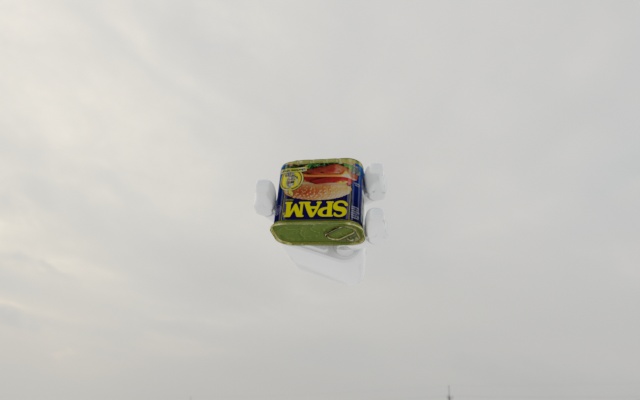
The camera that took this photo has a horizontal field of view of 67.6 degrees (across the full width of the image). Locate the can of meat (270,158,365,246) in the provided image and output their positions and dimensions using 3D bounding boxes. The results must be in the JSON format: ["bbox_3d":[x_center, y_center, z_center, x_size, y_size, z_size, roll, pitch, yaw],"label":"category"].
[{"bbox_3d":[0.000,0.001,0.537,0.102,0.084,0.057,-1,-28,11],"label":"can of meat"}]
